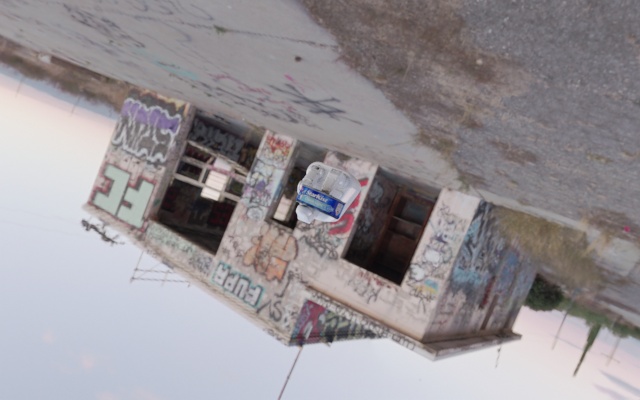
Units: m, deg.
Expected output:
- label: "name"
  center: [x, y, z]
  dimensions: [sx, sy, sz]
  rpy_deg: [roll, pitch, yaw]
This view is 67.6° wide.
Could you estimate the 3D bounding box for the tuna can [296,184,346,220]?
- label: "tuna can"
  center: [0.000, 0.003, 0.855]
  dimensions: [0.086, 0.034, 0.086]
  rpy_deg: [24, -2, 1]
